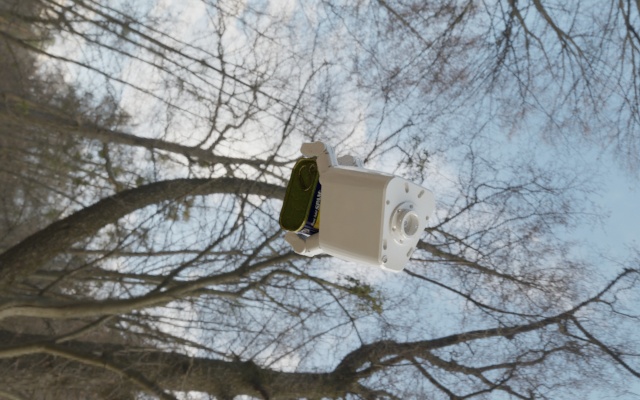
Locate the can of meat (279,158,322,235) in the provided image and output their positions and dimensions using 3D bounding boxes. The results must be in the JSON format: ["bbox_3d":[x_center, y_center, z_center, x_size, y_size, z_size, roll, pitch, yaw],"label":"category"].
[{"bbox_3d":[0.000,0.002,0.661,0.084,0.102,0.057,19,-7,-38],"label":"can of meat"}]
